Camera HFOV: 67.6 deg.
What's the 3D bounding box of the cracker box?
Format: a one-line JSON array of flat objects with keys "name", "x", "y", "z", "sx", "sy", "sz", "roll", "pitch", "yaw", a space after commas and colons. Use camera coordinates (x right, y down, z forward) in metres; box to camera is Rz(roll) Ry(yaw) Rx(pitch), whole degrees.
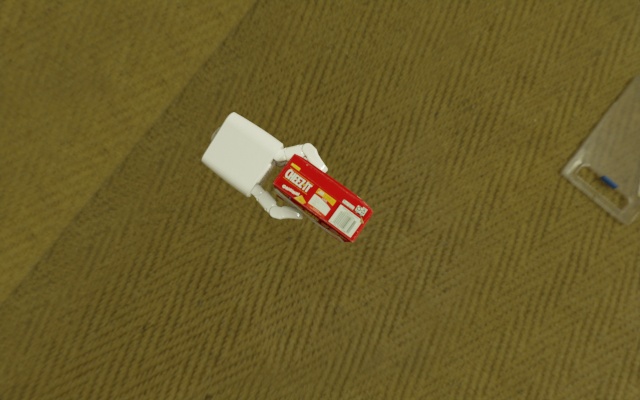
[{"name": "cracker box", "x": 0.000, "y": 0.003, "z": 0.873, "sx": 0.164, "sy": 0.072, "sz": 0.214, "roll": 36, "pitch": -5, "yaw": 1}]
